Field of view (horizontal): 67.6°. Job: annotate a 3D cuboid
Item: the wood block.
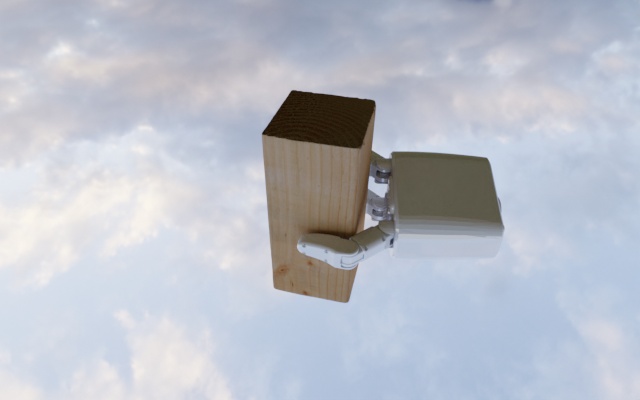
[{"bbox_3d":[0.000,0.002,0.503,0.090,0.206,0.090,10,40,11],"label":"wood block"}]
